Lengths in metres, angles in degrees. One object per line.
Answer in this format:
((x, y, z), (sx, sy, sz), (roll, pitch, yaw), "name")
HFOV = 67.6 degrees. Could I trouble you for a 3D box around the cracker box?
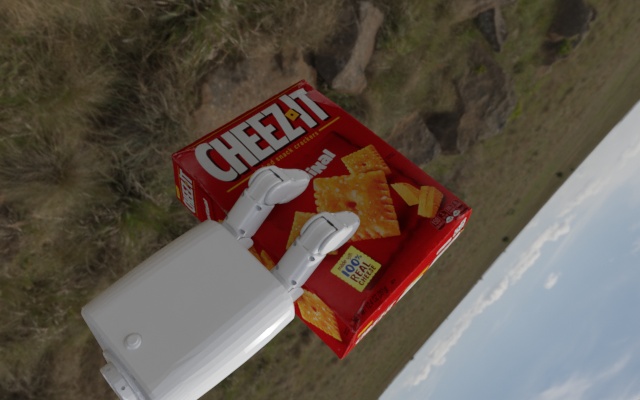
((0.000, 0.002, 0.427), (0.164, 0.213, 0.072), (-38, -21, -30), "cracker box")
